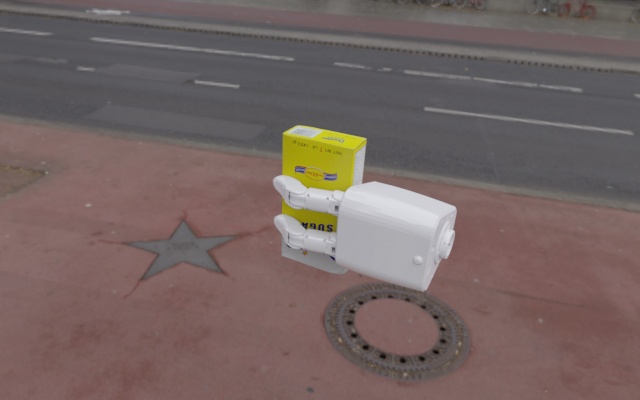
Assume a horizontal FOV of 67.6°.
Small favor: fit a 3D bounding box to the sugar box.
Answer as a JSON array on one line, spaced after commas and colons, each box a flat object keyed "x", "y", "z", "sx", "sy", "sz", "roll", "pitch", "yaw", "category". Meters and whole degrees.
[{"x": 0.000, "y": 0.002, "z": 0.590, "sx": 0.093, "sy": 0.176, "sz": 0.048, "roll": 15, "pitch": 29, "yaw": 22, "category": "sugar box"}]
